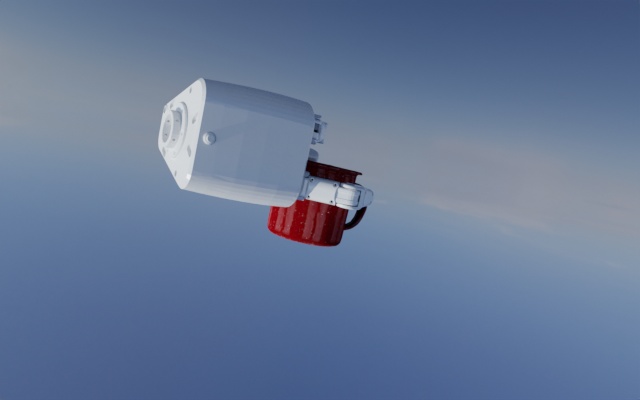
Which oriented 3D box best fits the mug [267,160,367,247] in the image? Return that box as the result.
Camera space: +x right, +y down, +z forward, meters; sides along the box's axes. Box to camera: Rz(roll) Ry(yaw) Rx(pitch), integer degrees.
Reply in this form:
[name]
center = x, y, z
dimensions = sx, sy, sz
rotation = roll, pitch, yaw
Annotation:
[mug]
center = 0.001, 0.002, 0.514
dimensions = 0.117, 0.081, 0.093
rotation = 9, 6, -34
